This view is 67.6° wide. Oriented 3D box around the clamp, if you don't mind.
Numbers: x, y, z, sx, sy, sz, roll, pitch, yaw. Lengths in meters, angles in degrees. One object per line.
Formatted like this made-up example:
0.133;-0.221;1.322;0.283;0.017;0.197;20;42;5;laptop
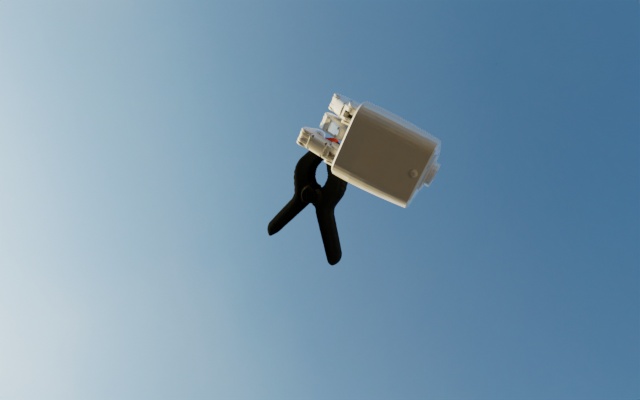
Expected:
0.000;0.002;0.654;0.120;0.171;0.039;29;23;16;clamp
